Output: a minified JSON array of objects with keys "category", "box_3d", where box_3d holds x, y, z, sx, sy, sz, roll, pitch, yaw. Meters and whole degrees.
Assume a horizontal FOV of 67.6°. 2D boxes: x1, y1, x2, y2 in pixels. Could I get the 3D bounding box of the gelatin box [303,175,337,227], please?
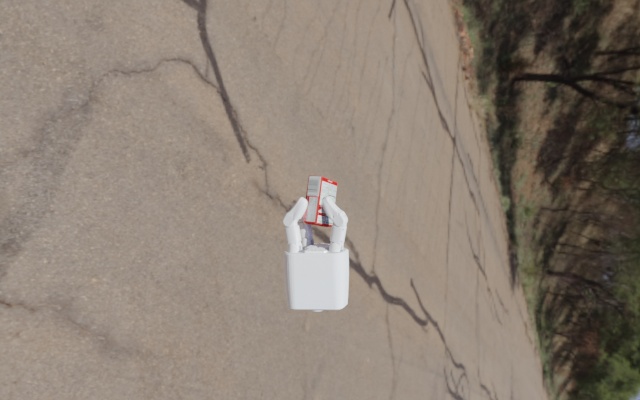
[{"category":"gelatin box","box_3d":[0.001,0.003,0.885,0.030,0.089,0.073,5,-4,26]}]
